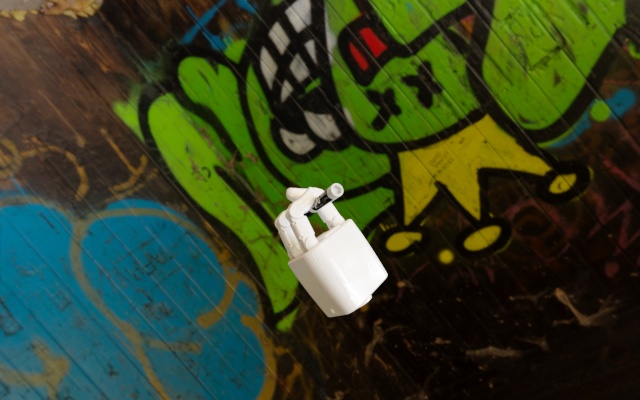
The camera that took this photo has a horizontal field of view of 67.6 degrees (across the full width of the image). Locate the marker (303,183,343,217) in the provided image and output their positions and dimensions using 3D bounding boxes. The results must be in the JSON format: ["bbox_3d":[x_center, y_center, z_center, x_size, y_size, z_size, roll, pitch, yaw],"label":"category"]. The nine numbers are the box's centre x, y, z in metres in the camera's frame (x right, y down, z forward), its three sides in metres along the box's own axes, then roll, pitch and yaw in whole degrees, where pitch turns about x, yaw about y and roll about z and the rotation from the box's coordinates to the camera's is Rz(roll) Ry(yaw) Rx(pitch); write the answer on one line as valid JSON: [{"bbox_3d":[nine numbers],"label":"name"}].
[{"bbox_3d":[0.000,0.002,0.697,0.020,0.020,0.121,0,-16,-23],"label":"marker"}]
